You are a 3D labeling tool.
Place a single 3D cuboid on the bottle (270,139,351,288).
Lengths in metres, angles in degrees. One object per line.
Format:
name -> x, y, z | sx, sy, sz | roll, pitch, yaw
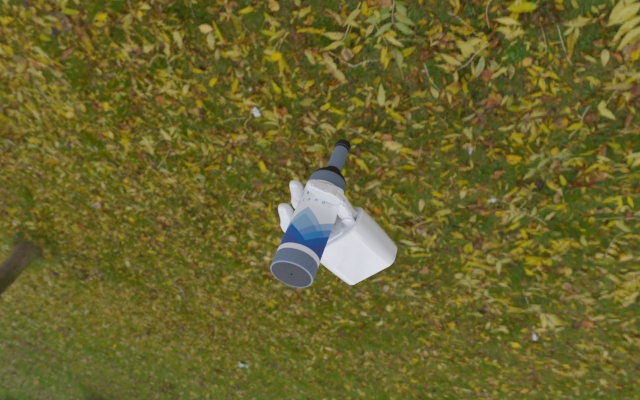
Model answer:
bottle -> 0.000, 0.003, 0.789 | 0.069, 0.295, 0.069 | 13, -40, 11
